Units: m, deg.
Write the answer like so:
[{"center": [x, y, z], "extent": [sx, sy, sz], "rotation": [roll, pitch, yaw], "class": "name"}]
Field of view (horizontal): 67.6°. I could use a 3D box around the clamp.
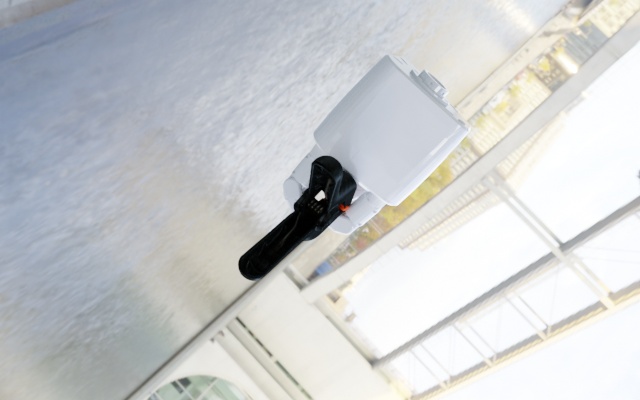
[{"center": [0.000, 0.002, 0.430], "extent": [0.120, 0.039, 0.171], "rotation": [-47, -5, 25], "class": "clamp"}]
